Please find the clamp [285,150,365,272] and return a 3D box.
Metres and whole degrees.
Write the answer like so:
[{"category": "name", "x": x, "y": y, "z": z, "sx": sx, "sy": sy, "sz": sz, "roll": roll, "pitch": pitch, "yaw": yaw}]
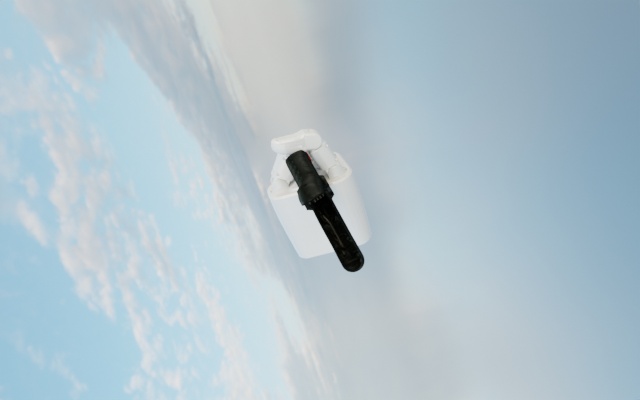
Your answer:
[{"category": "clamp", "x": -0.001, "y": 0.002, "z": 0.531, "sx": 0.039, "sy": 0.120, "sz": 0.171, "roll": -24, "pitch": 28, "yaw": 2}]
